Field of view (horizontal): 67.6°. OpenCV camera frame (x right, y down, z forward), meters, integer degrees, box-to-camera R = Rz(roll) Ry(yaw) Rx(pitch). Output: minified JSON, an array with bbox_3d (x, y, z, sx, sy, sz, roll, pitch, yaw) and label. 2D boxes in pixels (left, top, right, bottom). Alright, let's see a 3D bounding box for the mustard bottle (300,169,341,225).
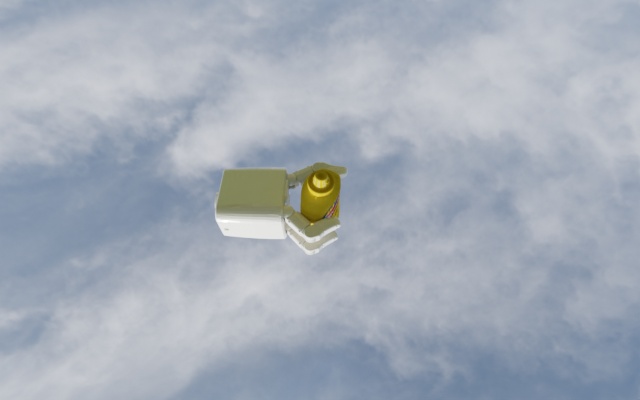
[{"bbox_3d":[0.000,0.003,0.781,0.058,0.096,0.192,24,-22,11],"label":"mustard bottle"}]
